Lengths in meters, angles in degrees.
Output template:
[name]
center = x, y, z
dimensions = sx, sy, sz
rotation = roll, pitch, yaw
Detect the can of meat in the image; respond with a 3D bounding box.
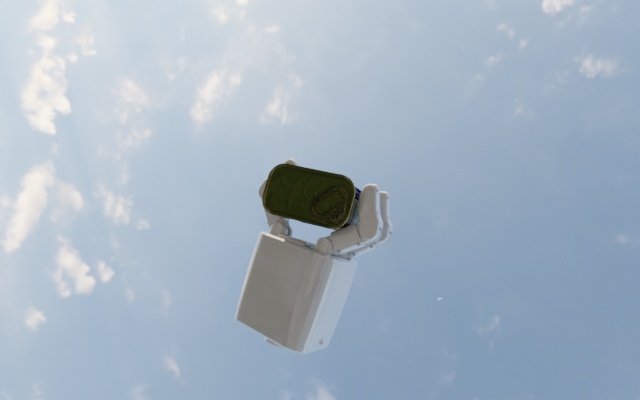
[can of meat]
center = 0.000, 0.002, 0.537
dimensions = 0.102, 0.057, 0.084
rotation = 13, -6, 22
